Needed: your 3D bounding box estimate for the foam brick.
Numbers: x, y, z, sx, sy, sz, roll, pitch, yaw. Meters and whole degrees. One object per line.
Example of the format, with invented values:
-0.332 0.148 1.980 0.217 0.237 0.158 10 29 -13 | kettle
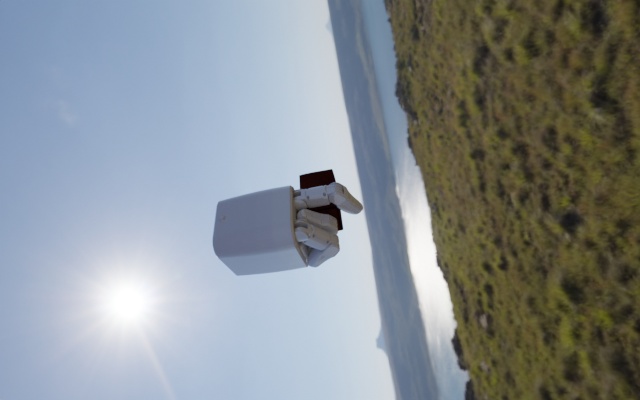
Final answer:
0.000 0.002 0.680 0.051 0.078 0.053 -11 -45 6 | foam brick
